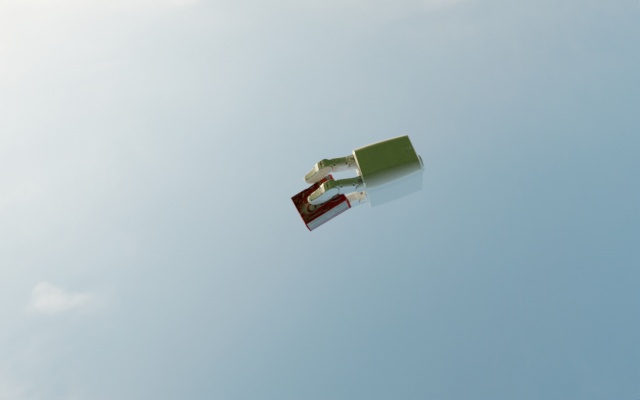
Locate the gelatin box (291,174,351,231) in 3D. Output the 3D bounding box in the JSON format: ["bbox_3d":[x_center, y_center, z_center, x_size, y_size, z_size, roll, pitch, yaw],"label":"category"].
[{"bbox_3d":[0.000,0.003,0.867,0.089,0.073,0.030,-31,-39,0],"label":"gelatin box"}]
